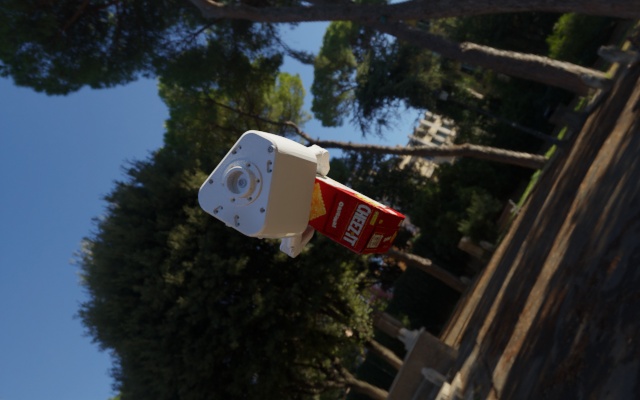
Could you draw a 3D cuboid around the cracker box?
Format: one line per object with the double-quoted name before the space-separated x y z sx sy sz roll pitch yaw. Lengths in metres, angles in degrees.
"cracker box" 0.000 0.002 0.688 0.213 0.072 0.164 28 5 20
